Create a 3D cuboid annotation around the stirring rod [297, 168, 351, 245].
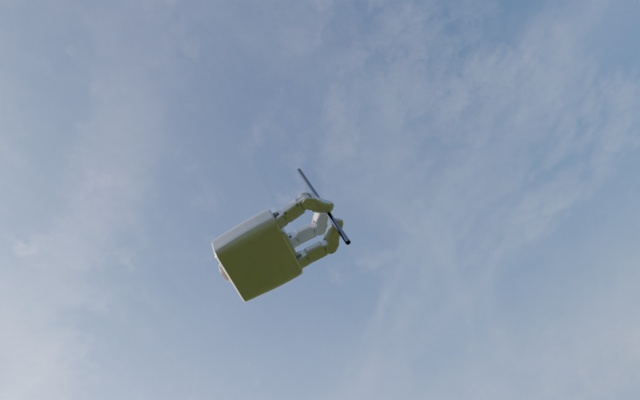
[{"bbox_3d":[0.000,0.003,0.792,0.011,0.011,0.239,0,29,-23],"label":"stirring rod"}]
